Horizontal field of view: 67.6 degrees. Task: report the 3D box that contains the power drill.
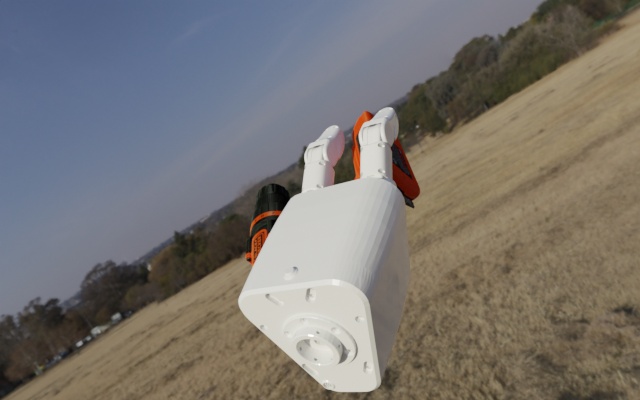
[{"bbox_3d":[0.000,0.001,0.475,0.057,0.188,0.184,33,26,-30],"label":"power drill"}]
